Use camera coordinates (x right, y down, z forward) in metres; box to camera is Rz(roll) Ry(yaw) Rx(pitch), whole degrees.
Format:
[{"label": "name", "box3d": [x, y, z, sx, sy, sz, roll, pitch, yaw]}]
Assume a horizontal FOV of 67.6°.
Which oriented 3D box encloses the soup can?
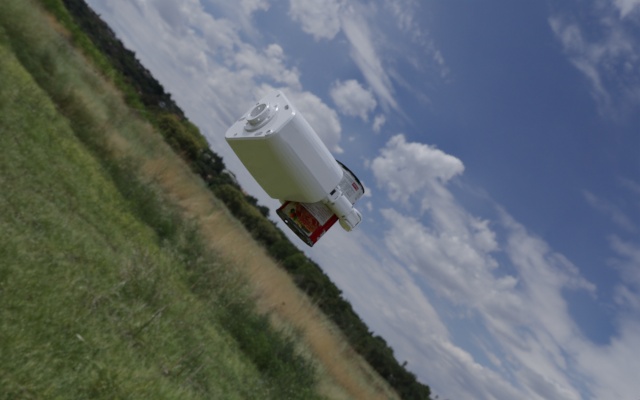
[{"label": "soup can", "box3d": [0.001, 0.002, 0.630, 0.102, 0.068, 0.068, -45, 10, -10]}]
